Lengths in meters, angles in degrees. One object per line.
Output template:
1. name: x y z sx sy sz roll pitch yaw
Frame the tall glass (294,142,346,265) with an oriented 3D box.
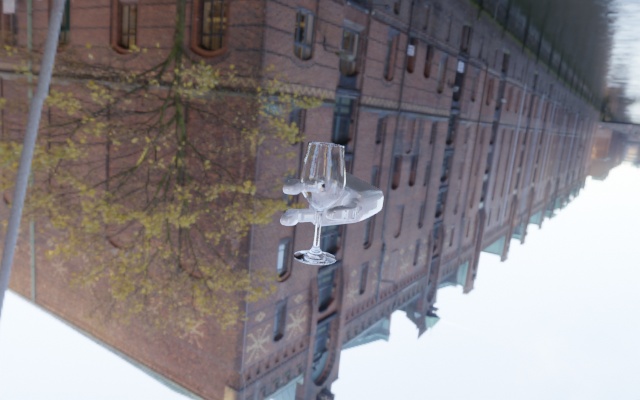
1. tall glass: 0.000 0.003 0.815 0.079 0.201 0.079 5 11 -1
